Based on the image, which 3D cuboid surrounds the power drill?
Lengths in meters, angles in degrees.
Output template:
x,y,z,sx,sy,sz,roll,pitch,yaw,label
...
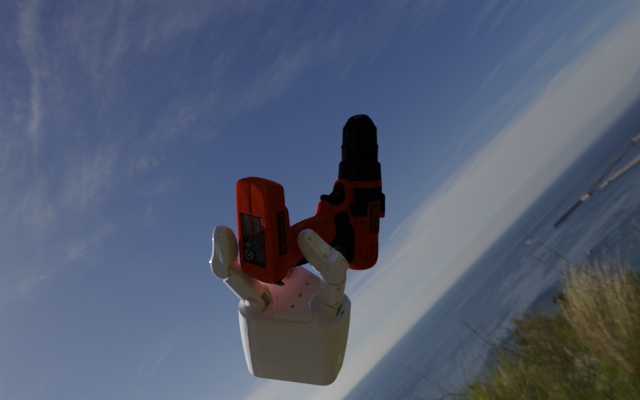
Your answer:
x,y,z,sx,sy,sz,roll,pitch,yaw,label
0.000,0.002,0.516,0.187,0.184,0.057,-11,13,-43,power drill
